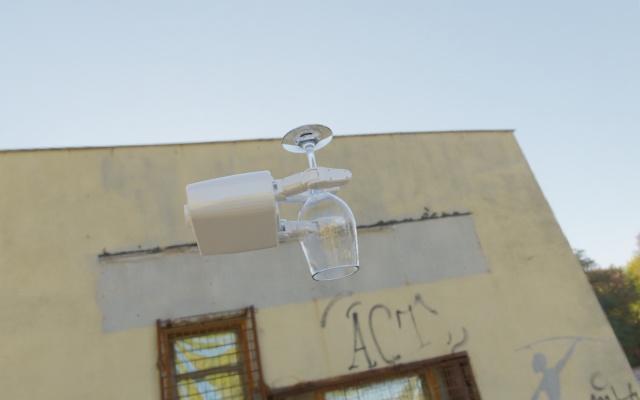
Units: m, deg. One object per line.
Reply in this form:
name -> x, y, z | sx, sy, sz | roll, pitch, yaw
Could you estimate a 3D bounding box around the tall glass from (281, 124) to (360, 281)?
tall glass -> 0.000, 0.001, 0.638 | 0.079, 0.201, 0.079 | -11, -23, -4
